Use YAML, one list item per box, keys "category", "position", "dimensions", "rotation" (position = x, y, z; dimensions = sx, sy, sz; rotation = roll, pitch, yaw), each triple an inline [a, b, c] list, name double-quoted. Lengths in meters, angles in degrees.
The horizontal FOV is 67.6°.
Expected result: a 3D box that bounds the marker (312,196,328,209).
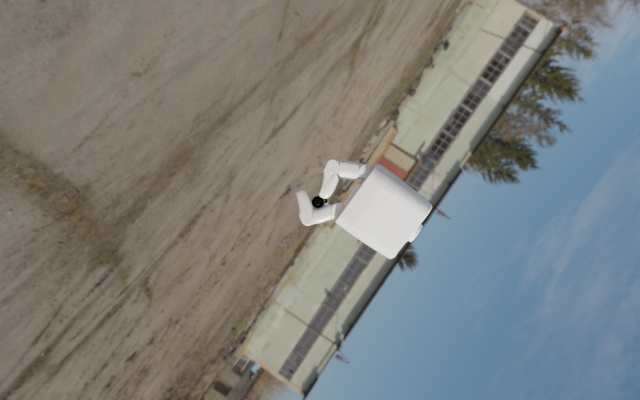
- category: "marker"
  position: [0.000, 0.002, 0.769]
  dimensions: [0.020, 0.020, 0.121]
  rotation: [0, 0, 4]
